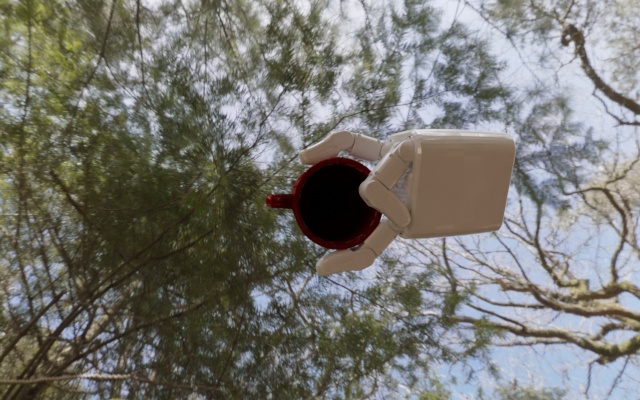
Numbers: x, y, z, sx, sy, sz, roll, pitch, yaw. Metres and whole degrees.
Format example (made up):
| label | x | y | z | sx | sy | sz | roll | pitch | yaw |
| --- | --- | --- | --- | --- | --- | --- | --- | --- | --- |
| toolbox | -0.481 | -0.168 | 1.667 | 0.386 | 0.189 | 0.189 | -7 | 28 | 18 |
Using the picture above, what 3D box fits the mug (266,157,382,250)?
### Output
| label | x | y | z | sx | sy | sz | roll | pitch | yaw |
| --- | --- | --- | --- | --- | --- | --- | --- | --- | --- |
| mug | -0.001 | 0.002 | 0.513 | 0.117 | 0.093 | 0.081 | -1 | 3 | -10 |
